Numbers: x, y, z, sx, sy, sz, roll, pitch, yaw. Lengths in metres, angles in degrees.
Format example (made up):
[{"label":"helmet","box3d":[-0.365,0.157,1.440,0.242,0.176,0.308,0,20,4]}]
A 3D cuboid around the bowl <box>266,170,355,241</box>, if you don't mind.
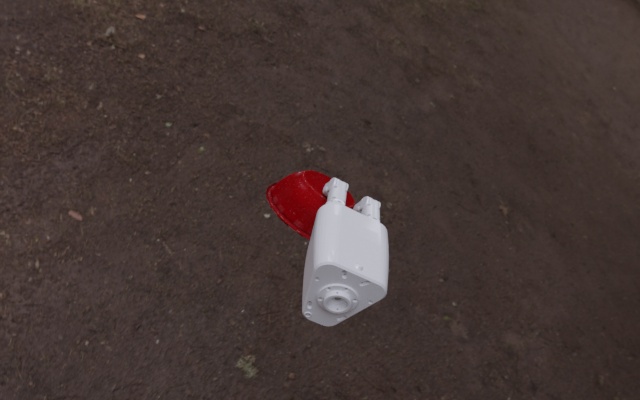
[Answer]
[{"label":"bowl","box3d":[0.000,0.001,0.732,0.162,0.055,0.162,28,22,-12]}]
